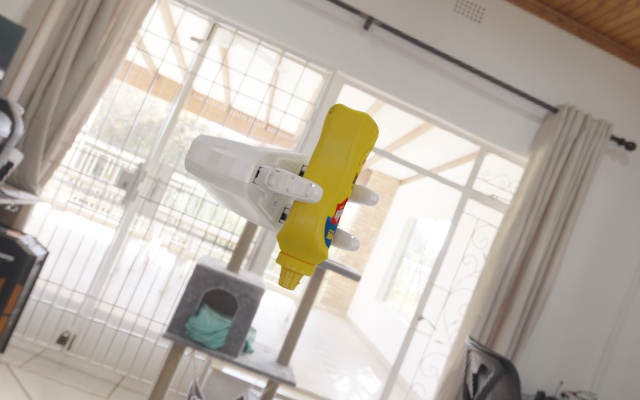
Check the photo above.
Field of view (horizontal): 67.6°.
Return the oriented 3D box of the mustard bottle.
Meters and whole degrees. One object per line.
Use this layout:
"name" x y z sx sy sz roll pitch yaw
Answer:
"mustard bottle" 0.000 0.002 0.497 0.058 0.191 0.096 23 -4 7
